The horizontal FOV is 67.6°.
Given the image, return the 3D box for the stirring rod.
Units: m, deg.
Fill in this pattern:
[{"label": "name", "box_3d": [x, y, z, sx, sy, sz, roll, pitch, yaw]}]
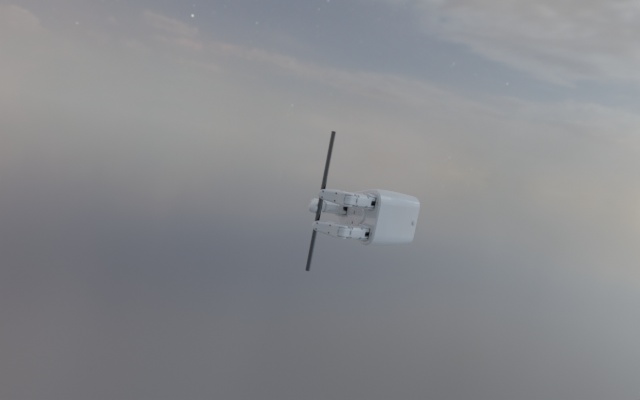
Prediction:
[{"label": "stirring rod", "box_3d": [0.000, 0.003, 0.806, 0.011, 0.239, 0.011, 11, 6, -1]}]
